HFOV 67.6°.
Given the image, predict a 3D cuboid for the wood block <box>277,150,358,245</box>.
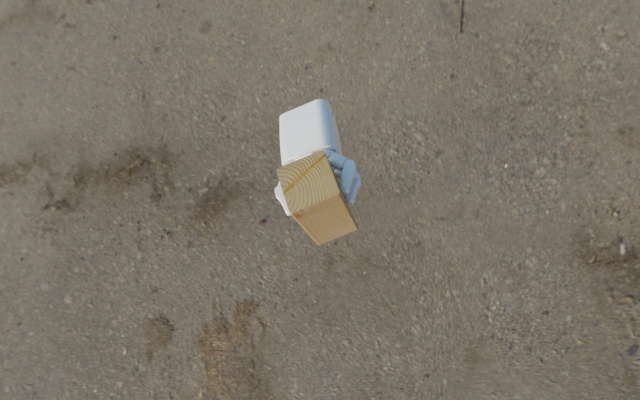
[{"bbox_3d":[0.000,0.003,0.882,0.091,0.090,0.206,-22,-23,5],"label":"wood block"}]
